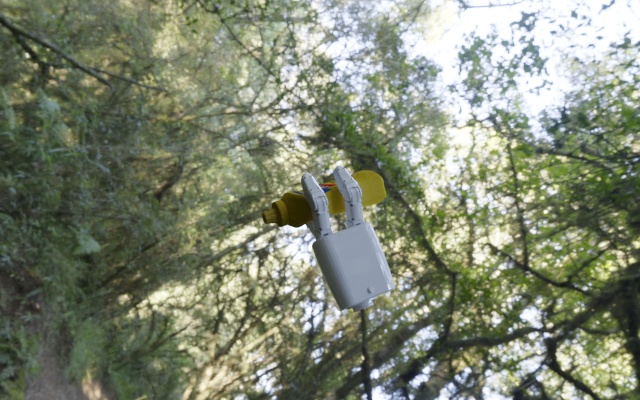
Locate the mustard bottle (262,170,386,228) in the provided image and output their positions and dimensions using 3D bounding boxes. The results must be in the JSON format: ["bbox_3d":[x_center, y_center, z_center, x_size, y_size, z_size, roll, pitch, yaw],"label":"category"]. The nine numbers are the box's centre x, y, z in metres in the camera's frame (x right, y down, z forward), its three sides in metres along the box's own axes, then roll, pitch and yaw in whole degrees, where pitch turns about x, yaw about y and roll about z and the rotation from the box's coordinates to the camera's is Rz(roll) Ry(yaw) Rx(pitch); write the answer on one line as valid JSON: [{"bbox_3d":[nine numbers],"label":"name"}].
[{"bbox_3d":[0.000,0.002,0.751,0.191,0.058,0.096,-17,11,-22],"label":"mustard bottle"}]
